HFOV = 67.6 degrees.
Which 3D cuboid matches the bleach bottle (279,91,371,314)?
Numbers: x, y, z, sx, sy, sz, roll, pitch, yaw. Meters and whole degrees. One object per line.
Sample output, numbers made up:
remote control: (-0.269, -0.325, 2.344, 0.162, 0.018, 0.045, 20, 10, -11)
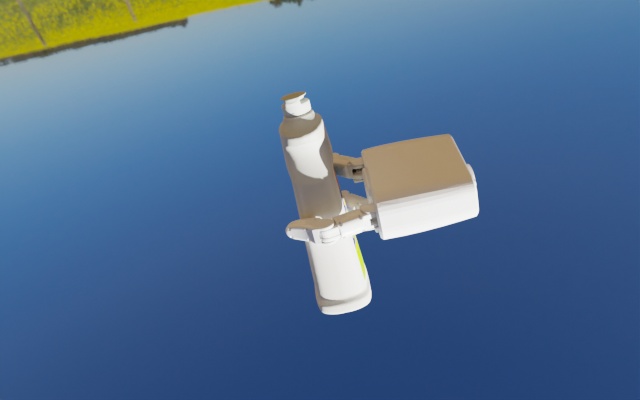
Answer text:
bleach bottle: (0.000, 0.002, 0.554, 0.068, 0.251, 0.102, -13, 24, 3)
